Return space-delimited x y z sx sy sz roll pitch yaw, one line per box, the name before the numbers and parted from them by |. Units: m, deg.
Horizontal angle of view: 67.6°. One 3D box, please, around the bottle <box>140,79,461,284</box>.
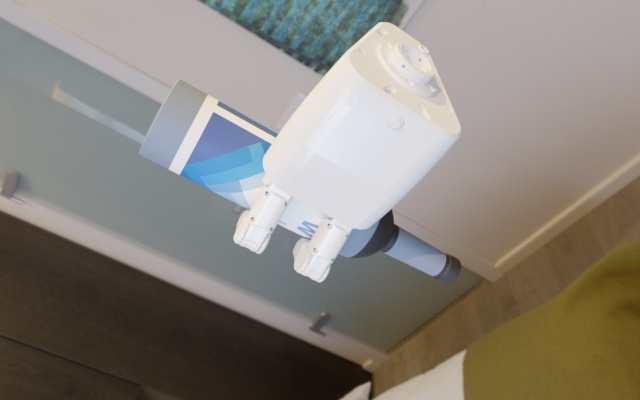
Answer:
bottle | 0.000 0.001 0.411 0.296 0.069 0.069 28 -9 -17
